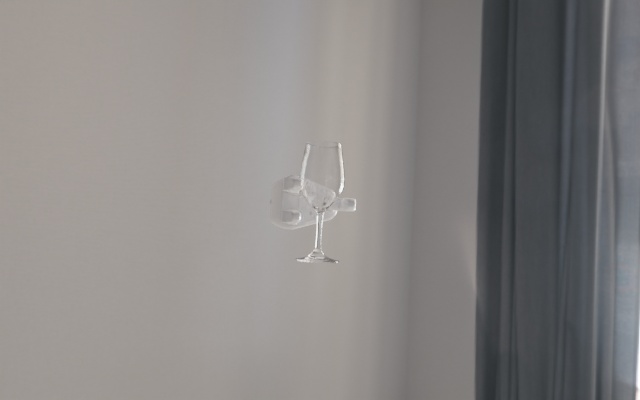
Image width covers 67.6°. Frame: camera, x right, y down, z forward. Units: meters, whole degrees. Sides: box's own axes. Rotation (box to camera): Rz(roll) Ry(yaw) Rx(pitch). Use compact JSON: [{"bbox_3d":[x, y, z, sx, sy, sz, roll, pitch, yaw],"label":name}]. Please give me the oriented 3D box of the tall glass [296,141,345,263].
[{"bbox_3d":[0.000,0.003,0.812,0.079,0.201,0.079,3,-2,0],"label":"tall glass"}]
